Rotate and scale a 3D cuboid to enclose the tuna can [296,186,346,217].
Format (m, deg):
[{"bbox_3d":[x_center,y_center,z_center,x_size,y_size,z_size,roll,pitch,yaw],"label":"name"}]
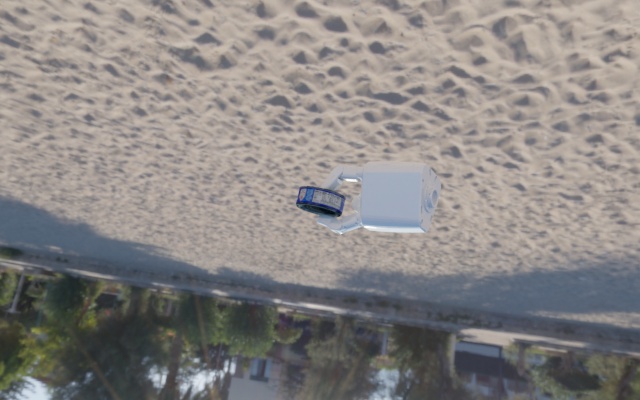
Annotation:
[{"bbox_3d":[0.000,0.003,0.849,0.086,0.033,0.086,13,-11,3],"label":"tuna can"}]
